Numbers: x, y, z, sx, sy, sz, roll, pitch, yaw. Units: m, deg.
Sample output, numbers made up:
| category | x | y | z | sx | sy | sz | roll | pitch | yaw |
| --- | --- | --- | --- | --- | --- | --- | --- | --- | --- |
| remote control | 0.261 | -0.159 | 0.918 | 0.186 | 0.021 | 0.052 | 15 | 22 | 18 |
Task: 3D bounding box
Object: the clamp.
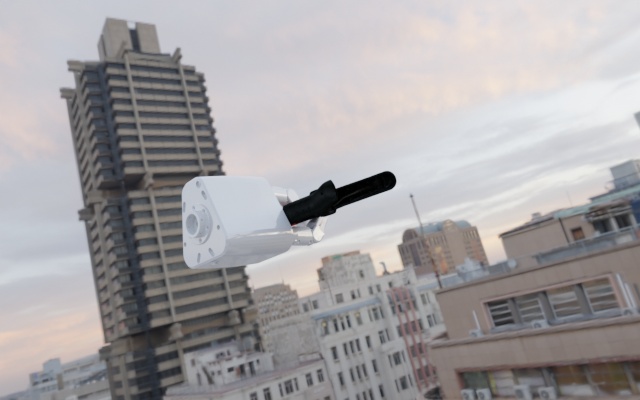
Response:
| category | x | y | z | sx | sy | sz | roll | pitch | yaw |
| --- | --- | --- | --- | --- | --- | --- | --- | --- | --- |
| clamp | 0.000 | 0.001 | 0.608 | 0.171 | 0.039 | 0.120 | -25 | -16 | 38 |
